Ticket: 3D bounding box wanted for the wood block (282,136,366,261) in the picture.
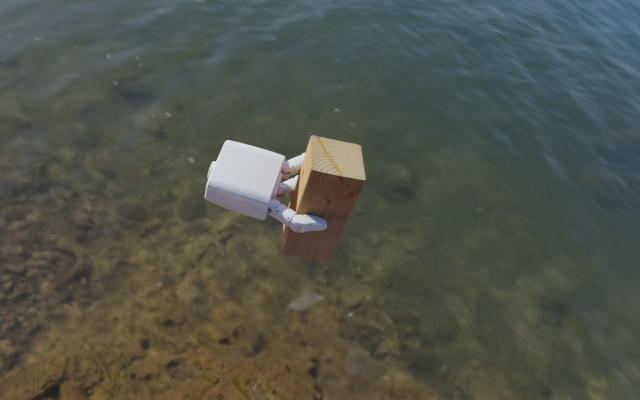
[{"bbox_3d":[0.000,0.003,0.828,0.090,0.090,0.206,10,-47,-11],"label":"wood block"}]
